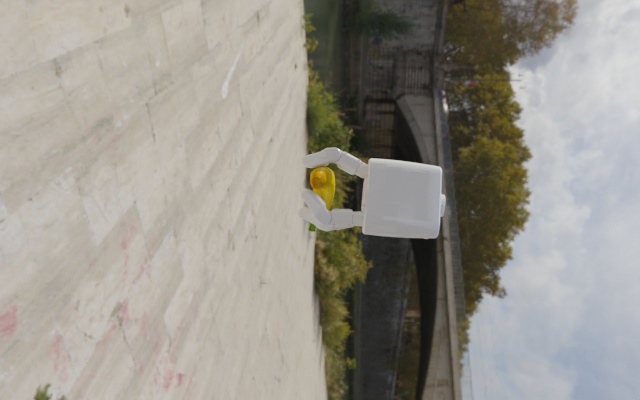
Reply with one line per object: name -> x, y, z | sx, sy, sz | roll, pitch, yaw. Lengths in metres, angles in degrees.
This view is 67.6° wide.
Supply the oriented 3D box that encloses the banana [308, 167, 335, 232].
banana -> 0.003, -0.013, 0.763 | 0.037, 0.069, 0.198 | 9, -24, 3
